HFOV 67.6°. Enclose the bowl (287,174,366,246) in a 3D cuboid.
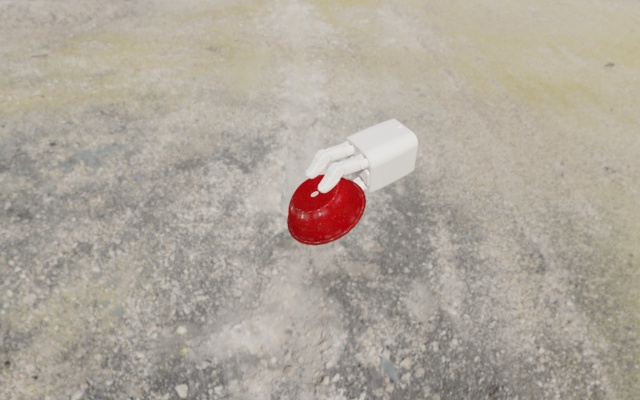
[{"bbox_3d":[-0.001,0.004,0.887,0.162,0.162,0.055,0,-39,30],"label":"bowl"}]
